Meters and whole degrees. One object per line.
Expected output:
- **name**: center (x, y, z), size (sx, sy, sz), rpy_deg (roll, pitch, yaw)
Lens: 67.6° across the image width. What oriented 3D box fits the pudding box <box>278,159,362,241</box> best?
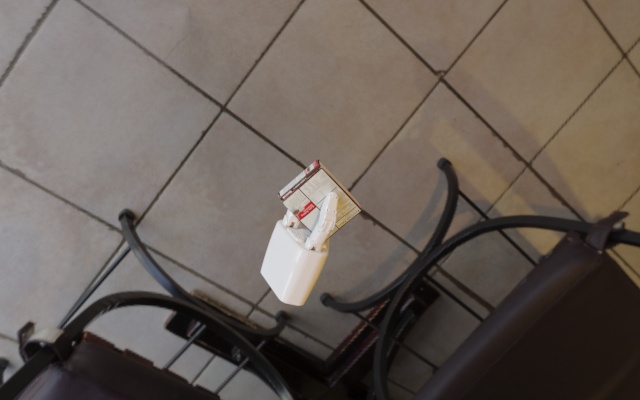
- **pudding box**: center (0.000, 0.003, 0.786), size (0.113, 0.090, 0.039), rpy_deg (45, 8, -28)
